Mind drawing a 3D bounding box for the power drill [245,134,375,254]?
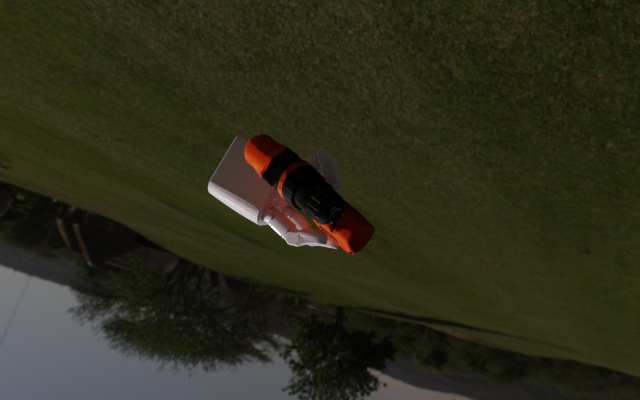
[{"bbox_3d":[0.000,0.002,0.624,0.184,0.057,0.188,43,-1,42],"label":"power drill"}]
